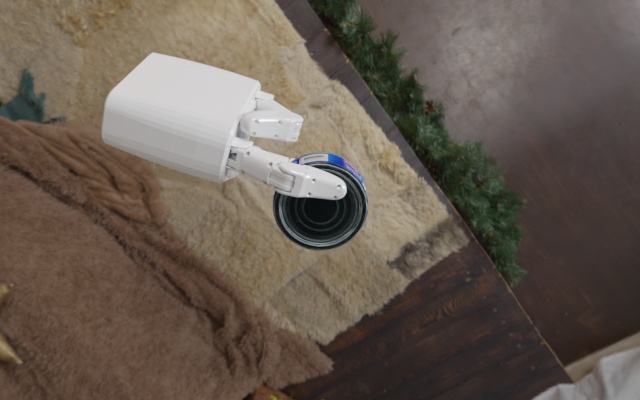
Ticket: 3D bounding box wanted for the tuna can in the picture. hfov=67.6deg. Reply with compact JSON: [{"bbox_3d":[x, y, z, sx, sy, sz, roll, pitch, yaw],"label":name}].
[{"bbox_3d":[0.000,0.002,0.431,0.086,0.086,0.033,0,21,0],"label":"tuna can"}]
